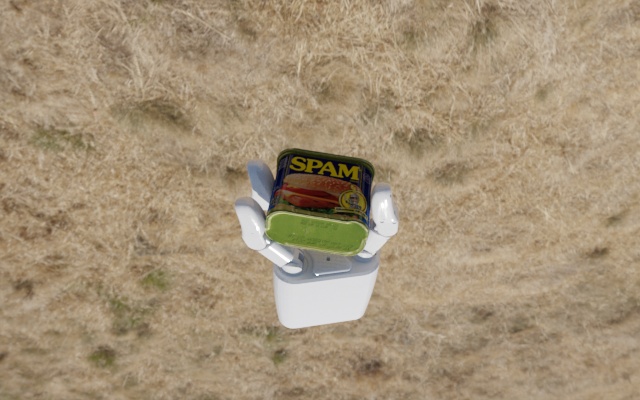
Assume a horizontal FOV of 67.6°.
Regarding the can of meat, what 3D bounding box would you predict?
[{"bbox_3d":[0.000,0.002,0.469,0.102,0.083,0.057,9,-42,-1],"label":"can of meat"}]
